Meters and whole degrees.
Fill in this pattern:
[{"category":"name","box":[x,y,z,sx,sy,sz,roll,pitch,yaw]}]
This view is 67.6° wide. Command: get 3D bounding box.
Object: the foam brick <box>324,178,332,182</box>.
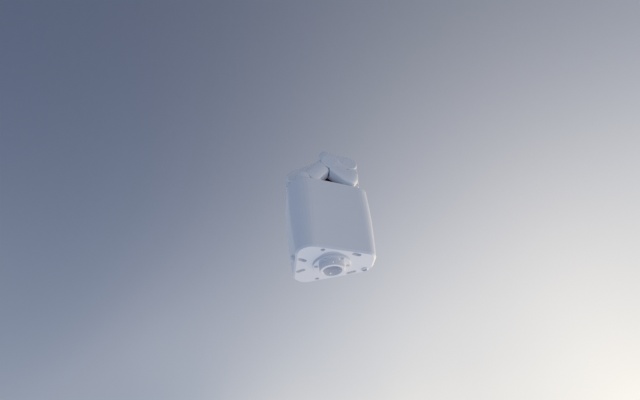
[{"category":"foam brick","box":[0.000,0.002,0.716,0.053,0.051,0.078,-2,-38,-8]}]
